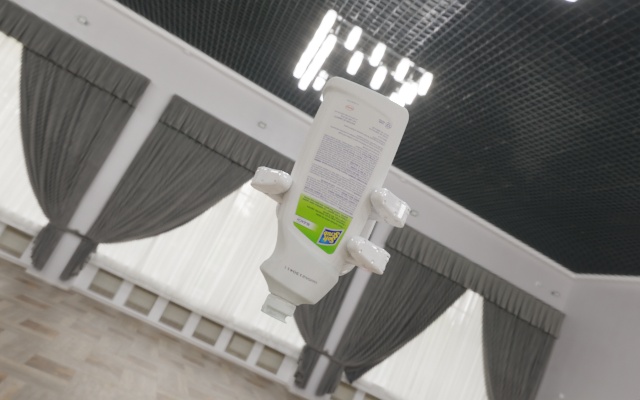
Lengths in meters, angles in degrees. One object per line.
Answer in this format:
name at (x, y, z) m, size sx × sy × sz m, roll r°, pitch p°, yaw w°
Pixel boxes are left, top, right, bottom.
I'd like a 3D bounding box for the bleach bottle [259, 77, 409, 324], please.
bleach bottle at (0.000, 0.002, 0.497) m, size 0.102 × 0.250 × 0.068 m, roll 25°, pitch -14°, yaw 5°
